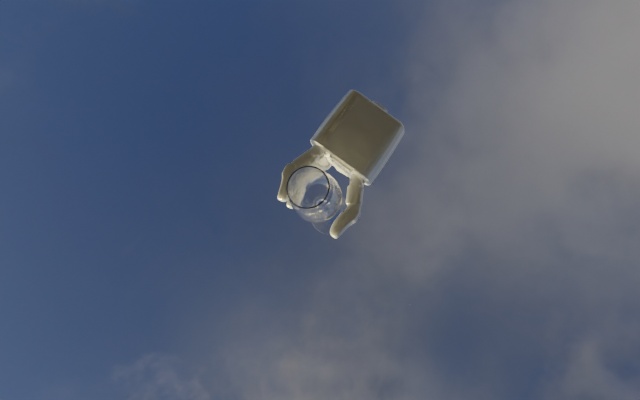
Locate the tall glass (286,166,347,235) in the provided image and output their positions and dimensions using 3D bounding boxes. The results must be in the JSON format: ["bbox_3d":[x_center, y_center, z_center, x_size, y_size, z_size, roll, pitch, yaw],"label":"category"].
[{"bbox_3d":[0.000,0.003,0.754,0.079,0.079,0.201,0,-12,11],"label":"tall glass"}]
